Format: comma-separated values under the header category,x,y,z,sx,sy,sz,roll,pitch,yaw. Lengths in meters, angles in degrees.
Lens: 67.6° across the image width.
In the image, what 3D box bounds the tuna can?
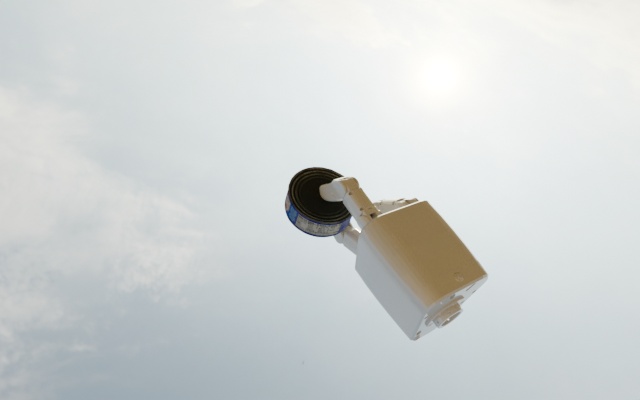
category,x,y,z,sx,sy,sz,roll,pitch,yaw
tuna can,0.000,0.002,0.580,0.086,0.086,0.034,0,-38,-17
